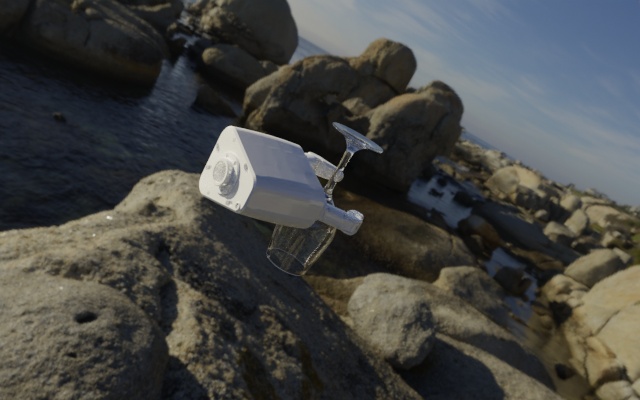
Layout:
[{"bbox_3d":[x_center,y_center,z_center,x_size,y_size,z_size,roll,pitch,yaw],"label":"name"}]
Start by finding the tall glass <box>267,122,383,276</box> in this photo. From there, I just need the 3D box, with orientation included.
[{"bbox_3d":[0.001,0.002,0.634,0.079,0.201,0.079,27,16,-8],"label":"tall glass"}]
